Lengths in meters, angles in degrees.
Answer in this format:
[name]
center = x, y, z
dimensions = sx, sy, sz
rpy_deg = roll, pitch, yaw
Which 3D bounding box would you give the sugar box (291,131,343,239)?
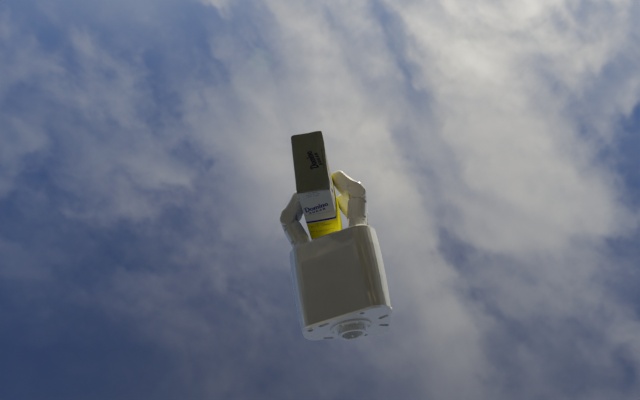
[sugar box]
center = 0.001, 0.002, 0.631
dimensions = 0.048, 0.093, 0.176
rpy_deg = -9, -35, 1
